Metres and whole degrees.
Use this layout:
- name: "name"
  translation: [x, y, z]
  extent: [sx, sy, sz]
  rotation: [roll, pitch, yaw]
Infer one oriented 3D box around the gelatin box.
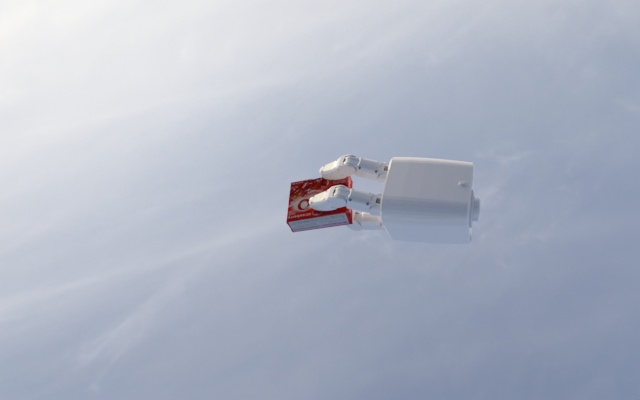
- name: "gelatin box"
  translation: [0.000, 0.003, 0.665]
  extent: [0.089, 0.073, 0.030]
  rotation: [-10, -42, 15]
